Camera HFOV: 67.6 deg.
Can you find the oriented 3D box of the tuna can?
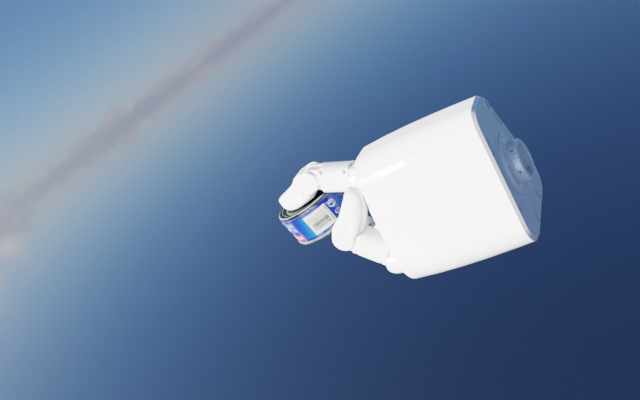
[{"bbox_3d":[0.000,0.001,0.476,0.086,0.034,0.086,-38,18,14],"label":"tuna can"}]
